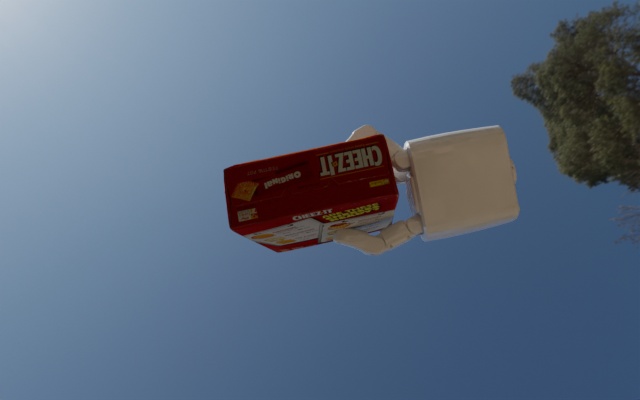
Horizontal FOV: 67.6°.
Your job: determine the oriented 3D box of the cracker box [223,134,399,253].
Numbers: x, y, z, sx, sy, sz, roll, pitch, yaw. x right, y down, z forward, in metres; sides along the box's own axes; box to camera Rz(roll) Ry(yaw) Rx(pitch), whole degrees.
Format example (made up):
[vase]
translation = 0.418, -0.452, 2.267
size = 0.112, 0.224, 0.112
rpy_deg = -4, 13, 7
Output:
[cracker box]
translation = 0.000, 0.002, 0.552
size = 0.164, 0.072, 0.214
rpy_deg = -12, -13, 4
